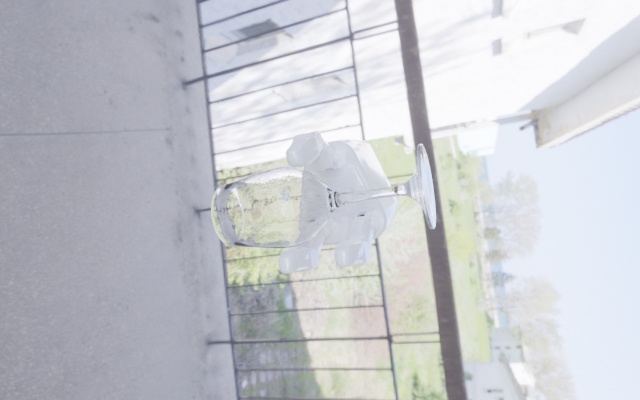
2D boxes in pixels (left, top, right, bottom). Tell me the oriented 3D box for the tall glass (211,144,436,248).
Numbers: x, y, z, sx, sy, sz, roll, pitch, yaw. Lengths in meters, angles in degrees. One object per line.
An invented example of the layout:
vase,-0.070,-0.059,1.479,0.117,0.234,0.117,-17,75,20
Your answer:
tall glass,0.001,0.001,0.445,0.201,0.079,0.079,-8,-3,20
